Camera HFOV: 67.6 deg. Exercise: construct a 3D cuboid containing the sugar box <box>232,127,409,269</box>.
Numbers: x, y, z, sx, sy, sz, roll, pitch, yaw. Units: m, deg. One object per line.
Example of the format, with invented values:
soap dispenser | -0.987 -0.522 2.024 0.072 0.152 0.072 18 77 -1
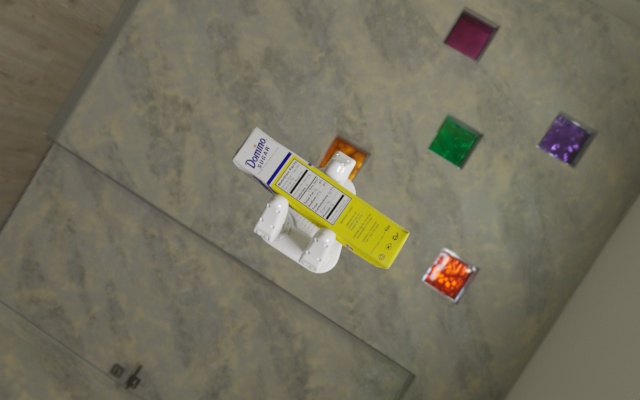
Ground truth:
sugar box | 0.000 0.002 0.478 0.176 0.048 0.093 32 -6 5
